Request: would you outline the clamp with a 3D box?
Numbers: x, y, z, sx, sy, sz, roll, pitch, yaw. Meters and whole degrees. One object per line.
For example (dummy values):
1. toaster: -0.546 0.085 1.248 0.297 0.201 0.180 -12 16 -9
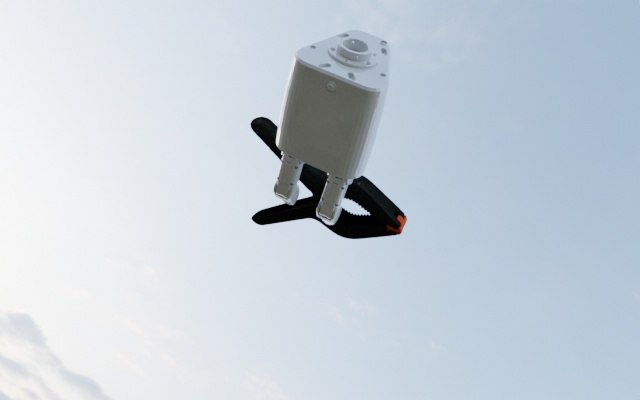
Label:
1. clamp: 0.001 0.002 0.590 0.210 0.165 0.036 25 45 10
